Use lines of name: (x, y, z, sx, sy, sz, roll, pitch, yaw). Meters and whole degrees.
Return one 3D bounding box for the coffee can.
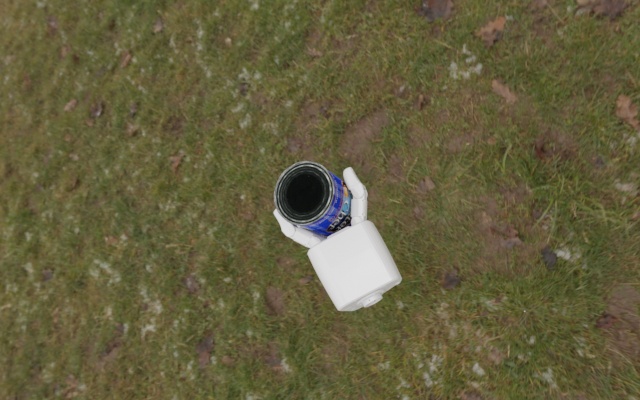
coffee can: (0.000, 0.002, 0.795, 0.103, 0.102, 0.140, 0, -12, 23)
